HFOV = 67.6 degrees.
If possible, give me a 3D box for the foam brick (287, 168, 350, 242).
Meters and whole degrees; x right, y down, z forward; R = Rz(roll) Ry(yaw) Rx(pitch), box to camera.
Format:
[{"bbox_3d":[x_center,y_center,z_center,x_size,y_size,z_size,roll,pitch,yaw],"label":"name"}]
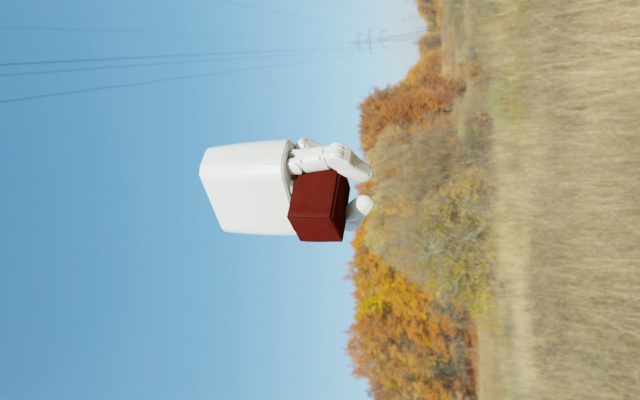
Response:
[{"bbox_3d":[0.000,0.002,0.535,0.051,0.078,0.053,-1,-36,17],"label":"foam brick"}]
